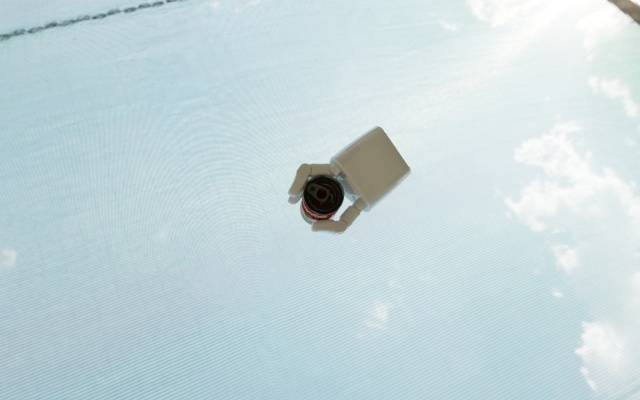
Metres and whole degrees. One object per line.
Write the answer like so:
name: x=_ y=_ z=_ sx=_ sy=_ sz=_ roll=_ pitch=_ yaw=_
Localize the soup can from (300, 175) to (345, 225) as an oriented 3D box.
soup can: x=0.000 y=0.003 z=0.822 sx=0.068 sy=0.068 sz=0.102 roll=0 pitch=-14 yaw=-6
